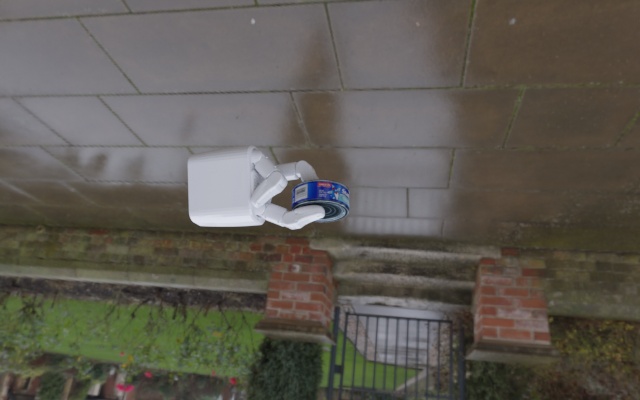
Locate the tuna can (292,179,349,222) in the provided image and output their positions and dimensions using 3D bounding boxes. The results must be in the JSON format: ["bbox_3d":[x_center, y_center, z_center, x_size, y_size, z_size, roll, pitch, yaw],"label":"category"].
[{"bbox_3d":[0.000,0.003,0.702,0.086,0.033,0.086,1,-24,0],"label":"tuna can"}]
